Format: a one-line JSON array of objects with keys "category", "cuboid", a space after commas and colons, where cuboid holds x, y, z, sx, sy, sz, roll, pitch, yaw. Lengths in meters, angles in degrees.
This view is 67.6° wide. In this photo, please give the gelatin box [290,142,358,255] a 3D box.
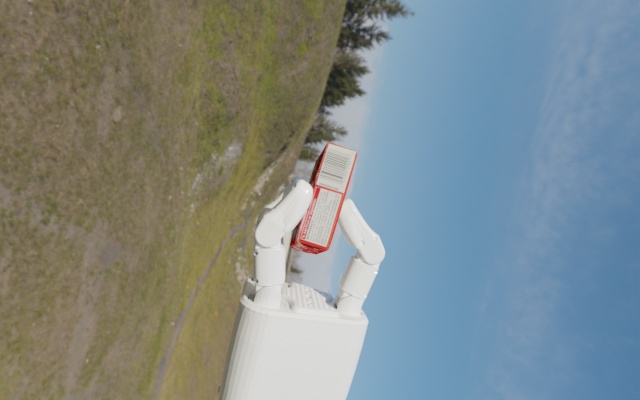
[{"category": "gelatin box", "cuboid": [0.001, 0.001, 0.418, 0.030, 0.089, 0.073, 18, -9, -5]}]
